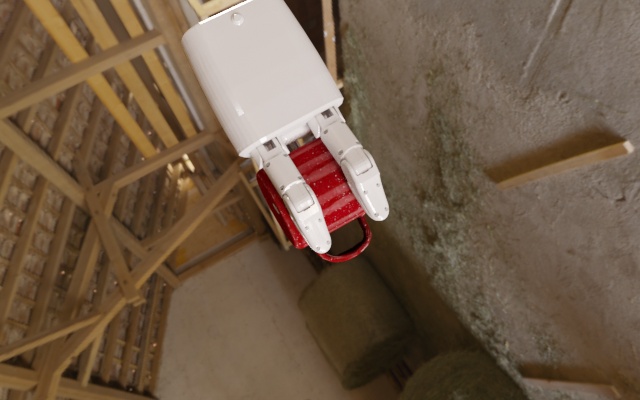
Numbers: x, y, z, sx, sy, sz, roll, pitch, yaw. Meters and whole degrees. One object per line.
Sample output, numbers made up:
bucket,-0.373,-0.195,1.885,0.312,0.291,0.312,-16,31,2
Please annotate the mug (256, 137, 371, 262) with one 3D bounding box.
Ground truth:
mug,0.001,0.003,0.437,0.081,0.117,0.093,-29,0,-10
